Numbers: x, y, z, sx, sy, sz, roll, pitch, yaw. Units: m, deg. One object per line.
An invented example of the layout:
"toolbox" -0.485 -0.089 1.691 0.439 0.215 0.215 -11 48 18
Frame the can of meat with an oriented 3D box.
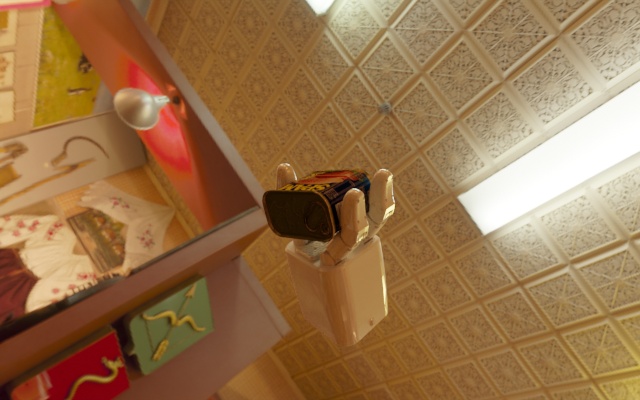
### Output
"can of meat" 0.000 0.002 0.541 0.102 0.057 0.084 2 22 43
